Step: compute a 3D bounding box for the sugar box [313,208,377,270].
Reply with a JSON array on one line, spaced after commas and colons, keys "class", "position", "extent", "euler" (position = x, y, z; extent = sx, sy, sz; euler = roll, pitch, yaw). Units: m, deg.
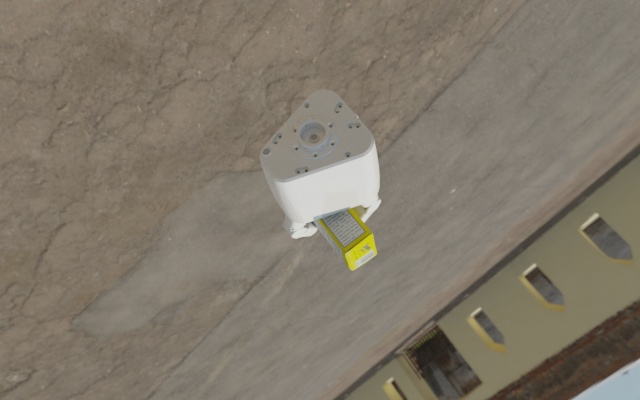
[{"class": "sugar box", "position": [0.001, 0.002, 0.608], "extent": [0.048, 0.176, 0.093], "euler": [-34, -23, -5]}]
